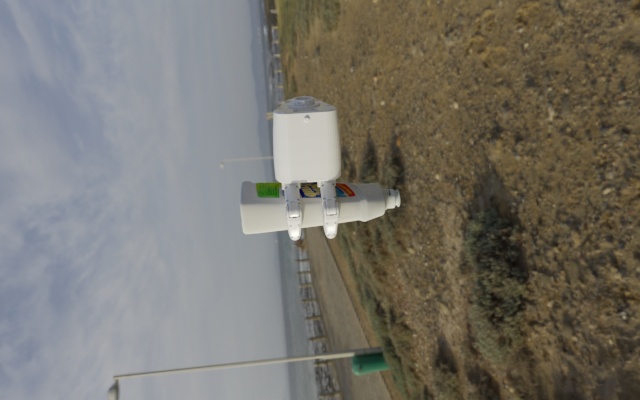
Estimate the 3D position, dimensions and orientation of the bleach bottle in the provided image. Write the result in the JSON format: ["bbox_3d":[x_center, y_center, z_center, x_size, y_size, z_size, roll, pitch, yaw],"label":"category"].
[{"bbox_3d":[0.000,0.003,0.769,0.251,0.068,0.102,-4,24,-6],"label":"bleach bottle"}]
